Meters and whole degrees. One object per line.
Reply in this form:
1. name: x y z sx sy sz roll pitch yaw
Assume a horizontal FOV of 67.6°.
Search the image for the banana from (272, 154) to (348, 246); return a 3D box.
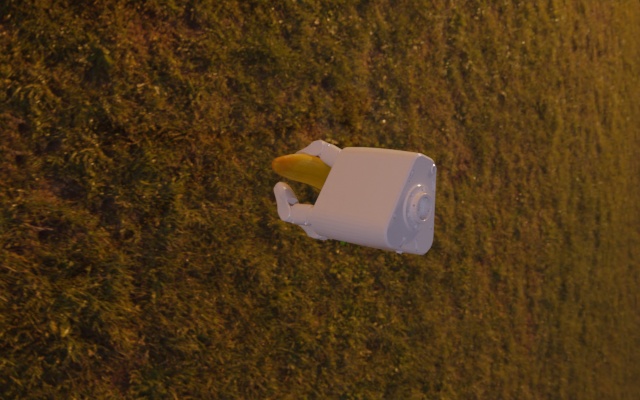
1. banana: 0.012 -0.011 0.633 0.037 0.069 0.198 20 -21 45
